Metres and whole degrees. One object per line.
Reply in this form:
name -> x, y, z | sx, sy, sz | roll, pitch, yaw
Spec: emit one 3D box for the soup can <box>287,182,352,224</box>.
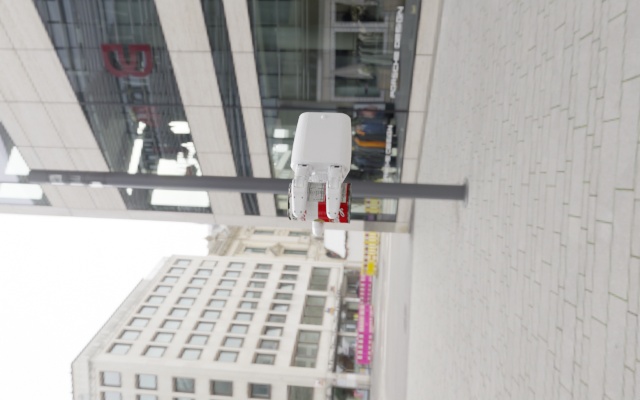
soup can -> 0.000, 0.003, 0.799 | 0.102, 0.068, 0.068 | 3, 0, 5
